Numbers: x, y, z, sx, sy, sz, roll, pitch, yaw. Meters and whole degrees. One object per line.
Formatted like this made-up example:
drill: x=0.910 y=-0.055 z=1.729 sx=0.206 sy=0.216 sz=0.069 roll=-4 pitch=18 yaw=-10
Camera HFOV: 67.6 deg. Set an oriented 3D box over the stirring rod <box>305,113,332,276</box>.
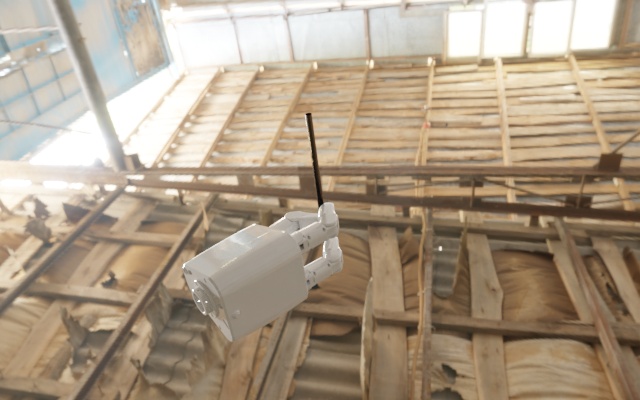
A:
stirring rod: x=0.000 y=0.002 z=0.616 sx=0.011 sy=0.240 sz=0.011 roll=-6 pitch=31 yaw=3
